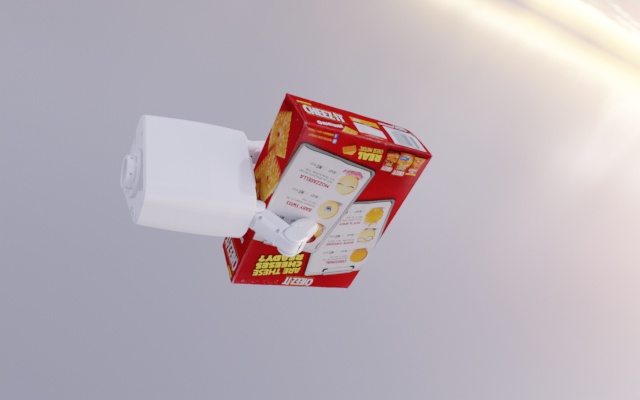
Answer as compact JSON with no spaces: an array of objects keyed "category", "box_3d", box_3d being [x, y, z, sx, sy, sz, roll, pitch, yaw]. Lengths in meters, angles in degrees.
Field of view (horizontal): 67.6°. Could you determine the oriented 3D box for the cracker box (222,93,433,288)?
[{"category":"cracker box","box_3d":[0.000,0.002,0.547,0.164,0.214,0.072,9,35,-30]}]
